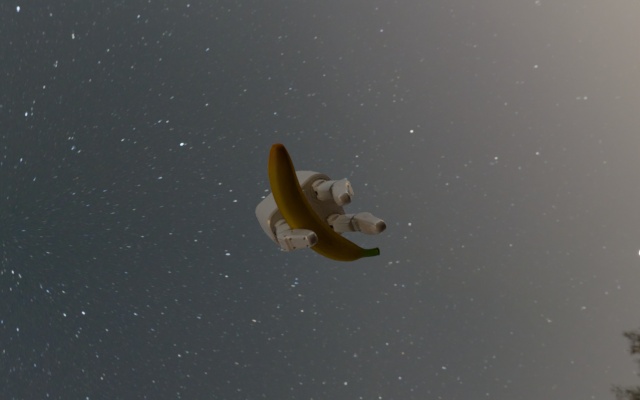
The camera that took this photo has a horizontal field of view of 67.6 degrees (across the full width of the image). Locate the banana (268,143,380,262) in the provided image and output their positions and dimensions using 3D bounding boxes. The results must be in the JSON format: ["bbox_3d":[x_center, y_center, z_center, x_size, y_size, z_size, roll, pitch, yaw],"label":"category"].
[{"bbox_3d":[-0.012,0.016,0.611,0.069,0.198,0.037,-41,16,9],"label":"banana"}]
